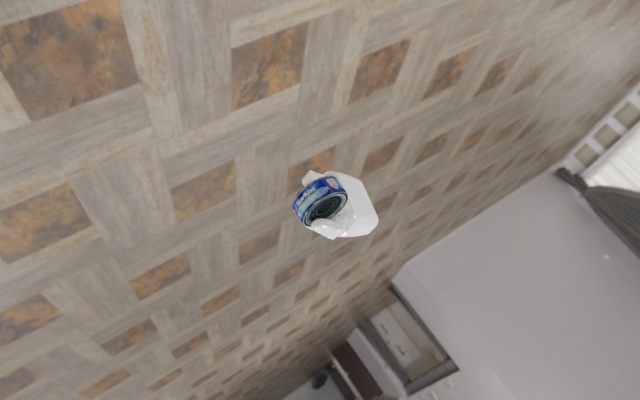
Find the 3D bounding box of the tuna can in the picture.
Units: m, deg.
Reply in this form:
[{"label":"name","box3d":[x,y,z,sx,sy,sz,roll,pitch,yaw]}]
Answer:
[{"label":"tuna can","box3d":[0.000,0.003,0.744,0.086,0.033,0.086,-28,-26,-15]}]
